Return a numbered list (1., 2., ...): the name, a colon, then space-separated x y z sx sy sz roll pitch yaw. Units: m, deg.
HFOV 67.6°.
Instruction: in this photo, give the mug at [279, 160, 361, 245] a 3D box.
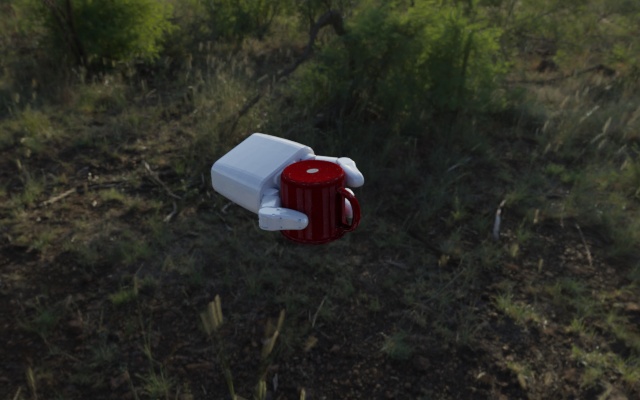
1. mug: 0.001 0.002 0.606 0.117 0.081 0.093 21 35 35
